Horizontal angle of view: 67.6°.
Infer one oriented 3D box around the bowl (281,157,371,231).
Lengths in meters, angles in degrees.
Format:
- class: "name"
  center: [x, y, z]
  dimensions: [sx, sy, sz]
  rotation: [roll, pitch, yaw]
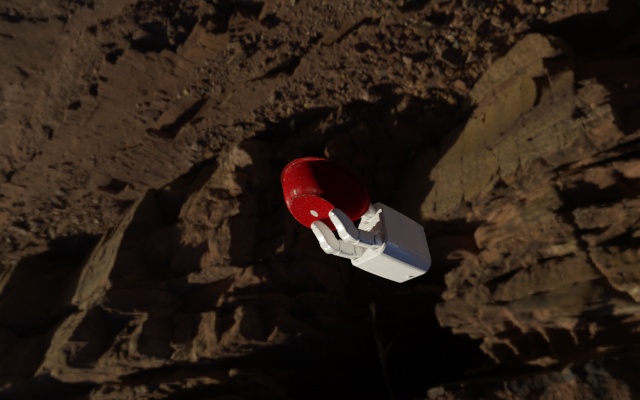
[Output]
- class: "bowl"
  center: [-0.001, 0.002, 0.809]
  dimensions: [0.162, 0.055, 0.162]
  rotation: [14, -38, 12]
